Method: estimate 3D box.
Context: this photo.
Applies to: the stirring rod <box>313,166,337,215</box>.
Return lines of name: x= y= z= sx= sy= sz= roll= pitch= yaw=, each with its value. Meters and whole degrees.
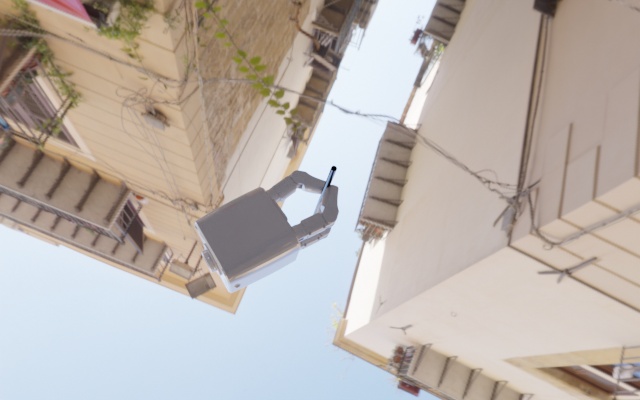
stirring rod: x=0.000 y=0.002 z=0.727 sx=0.011 sy=0.011 sz=0.240 roll=0 pitch=-21 yaw=-9
